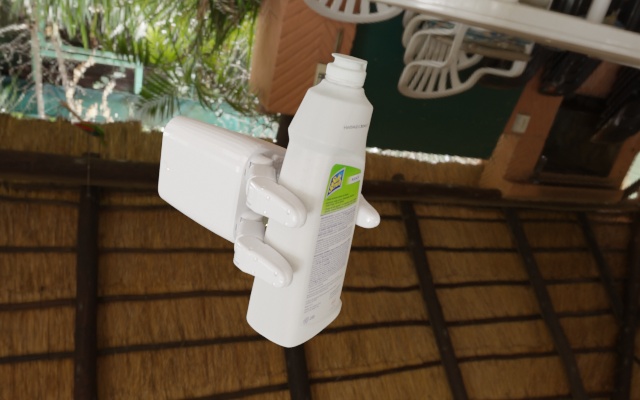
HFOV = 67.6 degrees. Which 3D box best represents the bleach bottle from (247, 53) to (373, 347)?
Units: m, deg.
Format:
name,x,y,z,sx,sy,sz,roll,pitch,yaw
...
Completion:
name,x,y,z,sx,sy,sz,roll,pitch,yaw
bleach bottle,0.000,0.001,0.421,0.068,0.251,0.102,24,25,25
